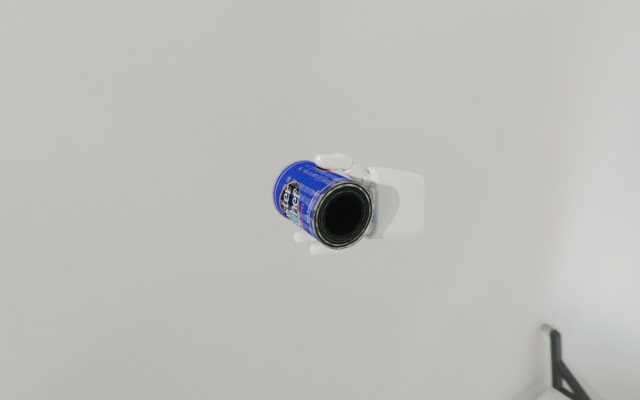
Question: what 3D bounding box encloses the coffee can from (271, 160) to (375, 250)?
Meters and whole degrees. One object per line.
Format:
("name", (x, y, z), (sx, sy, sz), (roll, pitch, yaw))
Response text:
("coffee can", (0.000, 0.002, 0.725), (0.103, 0.103, 0.140), (0, 16, -31))
